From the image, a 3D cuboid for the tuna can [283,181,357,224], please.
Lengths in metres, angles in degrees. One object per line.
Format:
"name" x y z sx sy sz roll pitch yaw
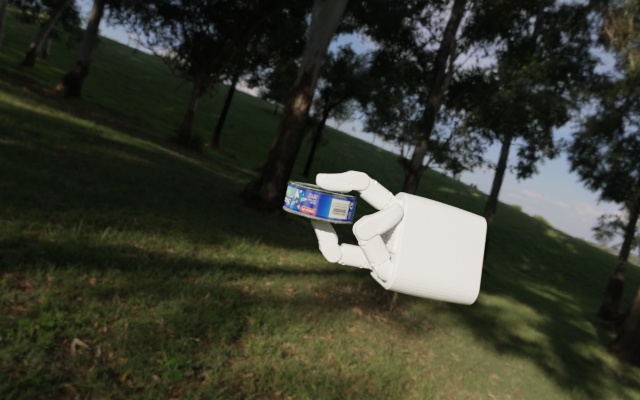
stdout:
"tuna can" 0.000 0.001 0.574 0.086 0.034 0.086 12 5 -1
